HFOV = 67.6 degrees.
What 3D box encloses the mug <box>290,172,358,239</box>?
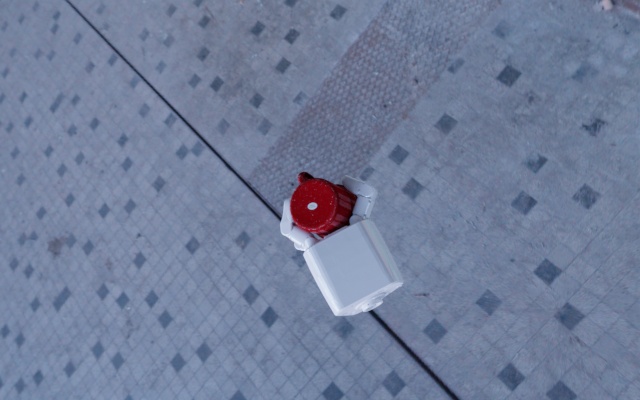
[{"bbox_3d":[-0.001,0.001,0.740,0.093,0.117,0.081,-35,-23,16],"label":"mug"}]
